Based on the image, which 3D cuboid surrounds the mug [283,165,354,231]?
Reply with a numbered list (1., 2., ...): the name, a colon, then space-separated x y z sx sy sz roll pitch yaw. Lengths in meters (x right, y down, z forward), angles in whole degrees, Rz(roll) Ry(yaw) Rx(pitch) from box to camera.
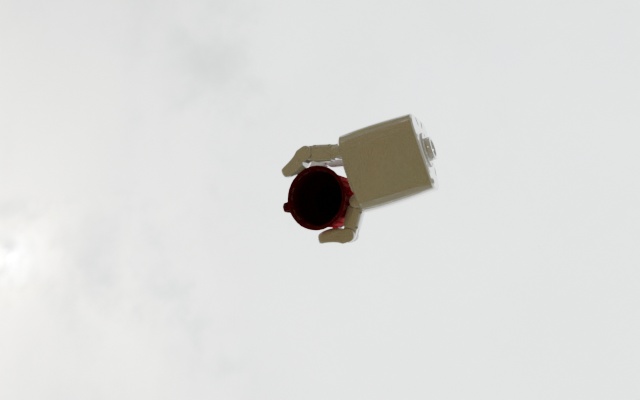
1. mug: -0.001 0.003 0.718 0.117 0.093 0.081 -16 -11 24
